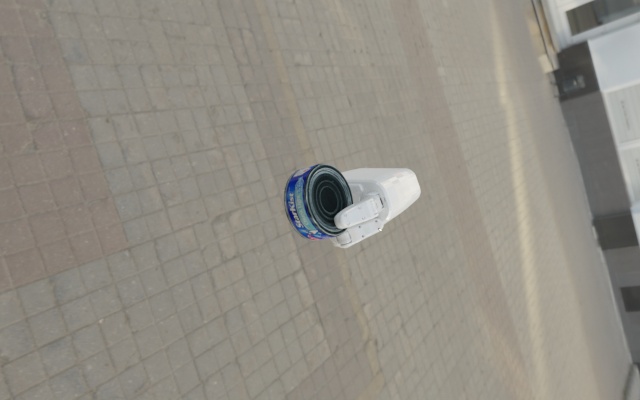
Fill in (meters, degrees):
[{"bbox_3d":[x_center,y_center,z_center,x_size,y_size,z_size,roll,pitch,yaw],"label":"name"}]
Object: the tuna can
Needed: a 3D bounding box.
[{"bbox_3d":[0.000,0.002,0.547,0.034,0.086,0.086,-14,-9,40],"label":"tuna can"}]
